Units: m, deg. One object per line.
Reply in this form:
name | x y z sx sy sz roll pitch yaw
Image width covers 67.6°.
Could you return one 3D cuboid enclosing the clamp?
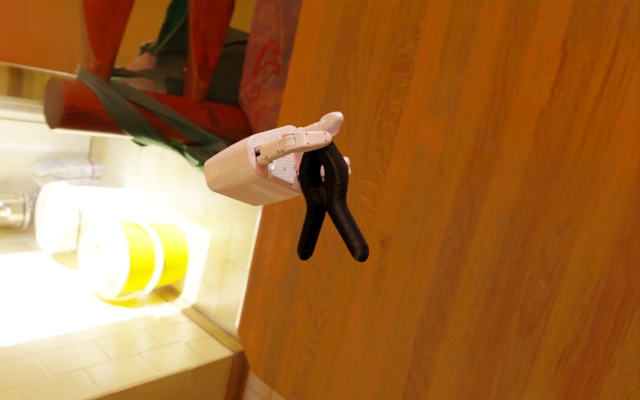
clamp | 0.000 0.002 0.618 0.120 0.171 0.039 -17 -10 40
